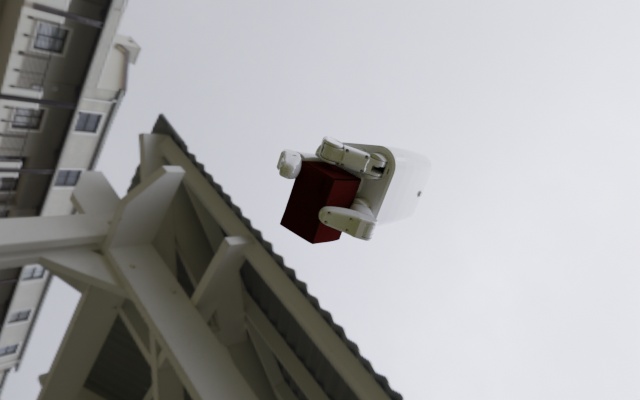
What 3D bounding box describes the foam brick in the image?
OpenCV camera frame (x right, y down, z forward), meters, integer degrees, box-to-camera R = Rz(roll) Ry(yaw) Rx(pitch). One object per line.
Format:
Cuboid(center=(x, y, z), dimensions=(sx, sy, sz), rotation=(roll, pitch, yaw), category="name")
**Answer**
Cuboid(center=(0.000, 0.002, 0.527), dimensions=(0.053, 0.078, 0.051), rotation=(31, 20, 33), category="foam brick")
